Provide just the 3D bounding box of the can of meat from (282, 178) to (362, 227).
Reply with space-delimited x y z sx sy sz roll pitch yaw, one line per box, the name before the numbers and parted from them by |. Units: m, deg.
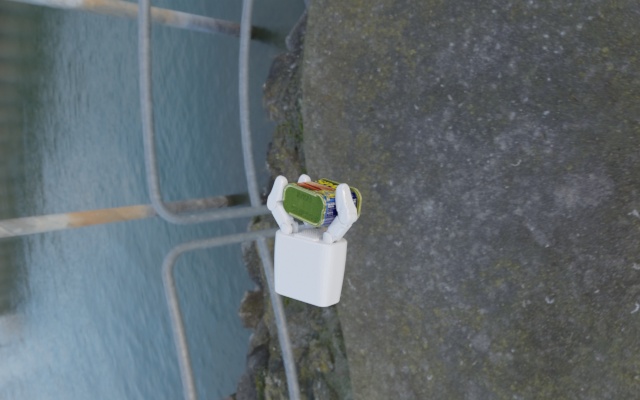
can of meat | 0.000 0.003 0.771 0.084 0.057 0.102 -8 22 -44
